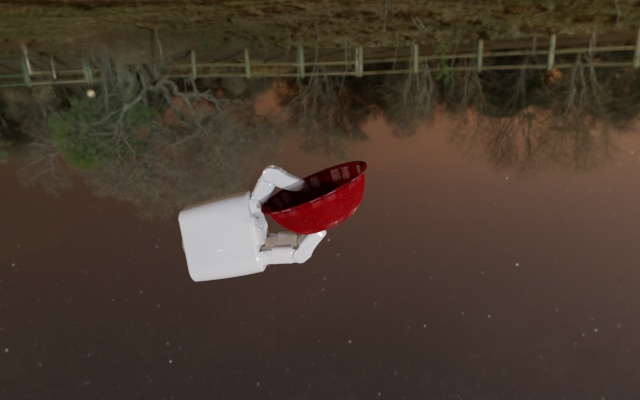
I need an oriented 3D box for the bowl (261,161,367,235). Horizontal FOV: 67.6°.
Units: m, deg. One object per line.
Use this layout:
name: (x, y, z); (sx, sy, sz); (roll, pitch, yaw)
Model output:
bowl: (0.001, 0.002, 0.671); (0.162, 0.055, 0.162); (-23, 14, 6)
